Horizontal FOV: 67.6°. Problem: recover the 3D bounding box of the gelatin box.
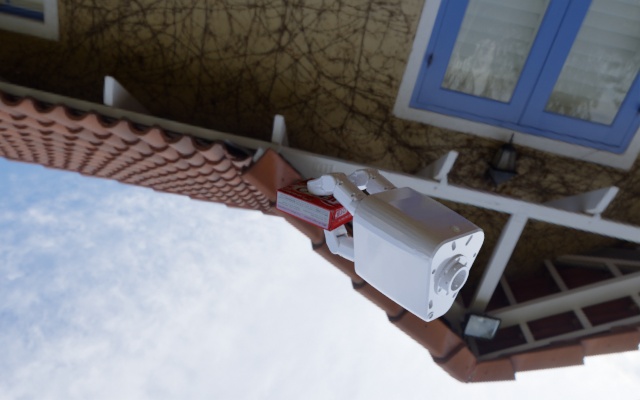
[{"bbox_3d":[0.000,0.002,0.599,0.089,0.030,0.073,20,26,32],"label":"gelatin box"}]
